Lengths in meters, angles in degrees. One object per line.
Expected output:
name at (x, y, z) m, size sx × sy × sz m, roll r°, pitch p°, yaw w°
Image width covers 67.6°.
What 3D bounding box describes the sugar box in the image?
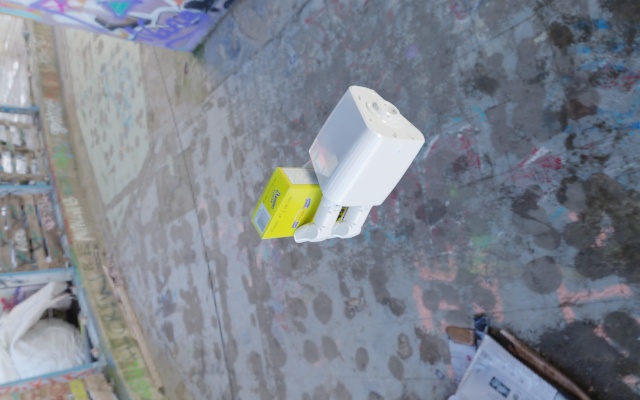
sugar box at (0.000, 0.002, 0.657) m, size 0.176 × 0.093 × 0.048 m, roll -1°, pitch 44°, yaw -40°
